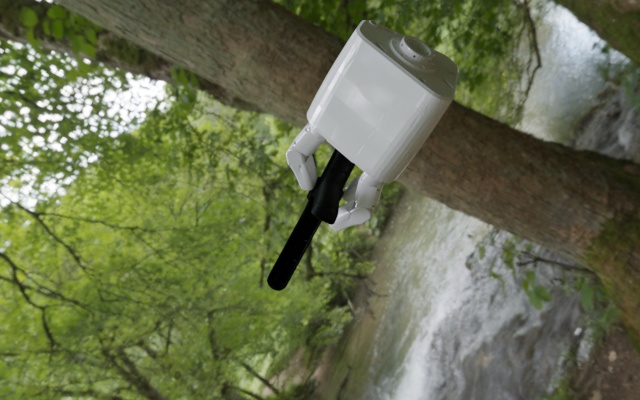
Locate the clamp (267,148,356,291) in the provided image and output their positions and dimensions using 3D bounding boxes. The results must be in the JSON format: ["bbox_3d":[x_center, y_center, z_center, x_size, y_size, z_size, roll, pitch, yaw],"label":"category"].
[{"bbox_3d":[0.000,0.001,0.569,0.036,0.165,0.209,30,41,-5],"label":"clamp"}]
